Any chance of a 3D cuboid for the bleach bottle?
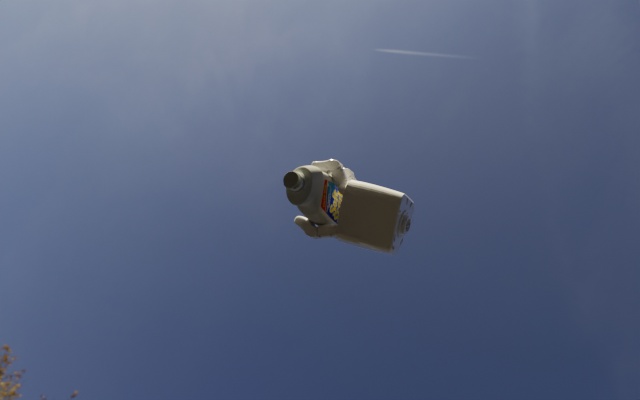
[{"bbox_3d":[0.000,0.003,0.883,0.068,0.102,0.251,14,-7,27],"label":"bleach bottle"}]
